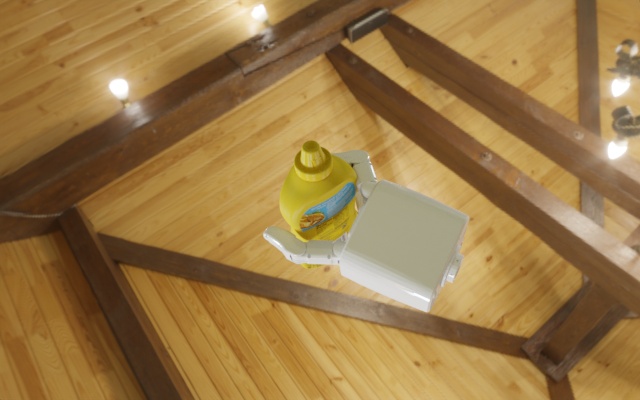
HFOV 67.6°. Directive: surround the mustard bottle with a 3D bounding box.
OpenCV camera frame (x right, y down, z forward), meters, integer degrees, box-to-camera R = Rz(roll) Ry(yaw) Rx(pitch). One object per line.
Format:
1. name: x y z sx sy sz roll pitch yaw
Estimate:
1. mustard bottle: 0.000 0.002 0.558 0.096 0.058 0.192 -32 -33 -16
